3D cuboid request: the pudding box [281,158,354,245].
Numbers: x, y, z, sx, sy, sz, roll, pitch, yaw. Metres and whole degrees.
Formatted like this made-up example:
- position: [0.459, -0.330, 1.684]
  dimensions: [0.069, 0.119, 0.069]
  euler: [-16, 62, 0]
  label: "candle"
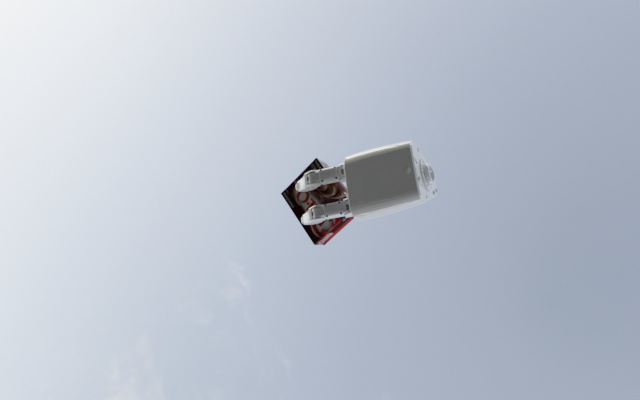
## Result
- position: [0.000, 0.003, 0.772]
  dimensions: [0.090, 0.113, 0.039]
  euler: [-44, -27, 19]
  label: "pudding box"
